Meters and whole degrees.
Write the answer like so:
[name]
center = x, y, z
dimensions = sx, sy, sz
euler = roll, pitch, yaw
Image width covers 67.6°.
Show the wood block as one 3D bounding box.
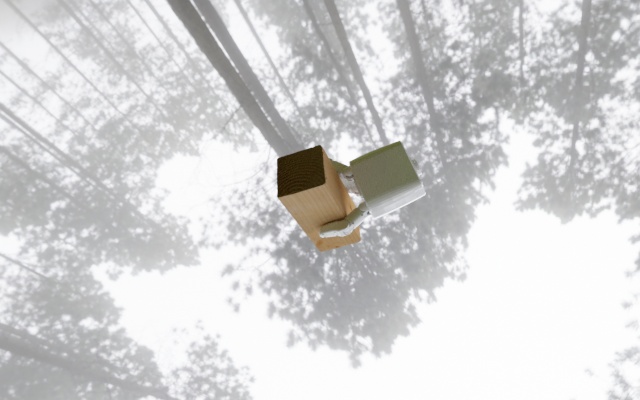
[wood block]
center = 0.001, 0.003, 0.894
dimensions = 0.090, 0.090, 0.206
euler = -16, -37, 14
